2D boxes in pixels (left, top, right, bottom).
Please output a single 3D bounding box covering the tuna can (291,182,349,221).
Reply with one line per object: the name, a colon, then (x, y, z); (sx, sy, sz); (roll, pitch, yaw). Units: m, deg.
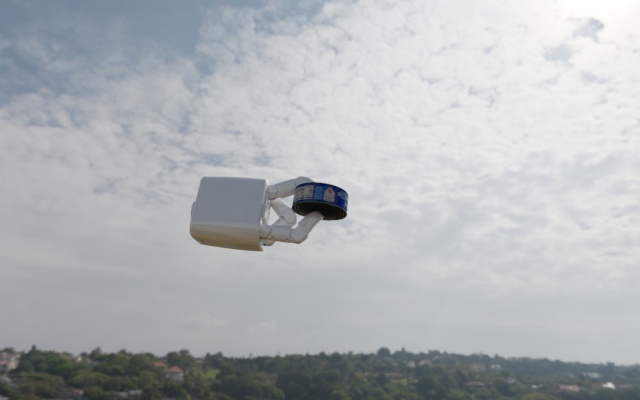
tuna can: (0.000, 0.002, 0.733); (0.086, 0.033, 0.086); (7, -19, 2)
